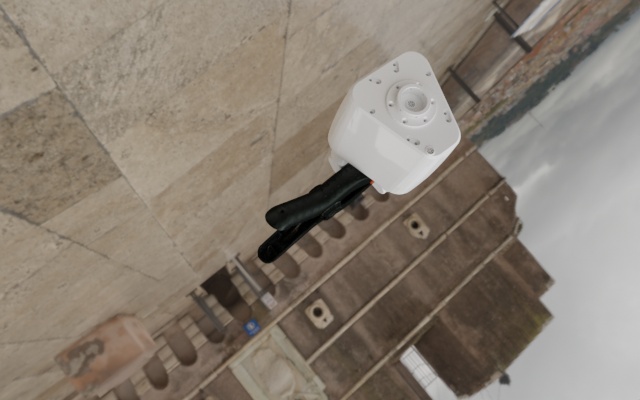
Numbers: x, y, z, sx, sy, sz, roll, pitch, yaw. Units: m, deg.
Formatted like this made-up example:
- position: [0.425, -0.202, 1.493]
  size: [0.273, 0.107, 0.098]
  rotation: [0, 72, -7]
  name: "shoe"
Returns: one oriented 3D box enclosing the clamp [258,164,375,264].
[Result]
- position: [0.001, 0.002, 0.527]
  size: [0.171, 0.039, 0.120]
  rotation: [-39, -7, -16]
  name: "clamp"
